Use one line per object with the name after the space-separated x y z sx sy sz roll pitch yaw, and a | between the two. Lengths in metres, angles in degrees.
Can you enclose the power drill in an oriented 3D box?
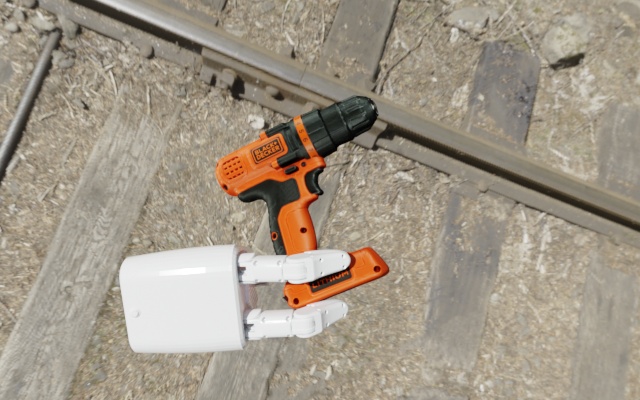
0.000 0.002 0.490 0.184 0.187 0.057 -25 -15 10 | power drill
